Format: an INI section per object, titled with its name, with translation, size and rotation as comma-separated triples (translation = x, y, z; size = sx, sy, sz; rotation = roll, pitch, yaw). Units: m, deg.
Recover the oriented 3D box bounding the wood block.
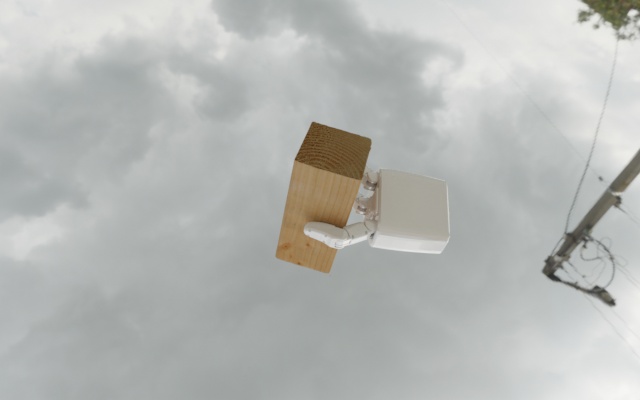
[wood block]
translation = 0.000, 0.003, 0.695
size = 0.090, 0.206, 0.090
rotation = 17, 45, 2
